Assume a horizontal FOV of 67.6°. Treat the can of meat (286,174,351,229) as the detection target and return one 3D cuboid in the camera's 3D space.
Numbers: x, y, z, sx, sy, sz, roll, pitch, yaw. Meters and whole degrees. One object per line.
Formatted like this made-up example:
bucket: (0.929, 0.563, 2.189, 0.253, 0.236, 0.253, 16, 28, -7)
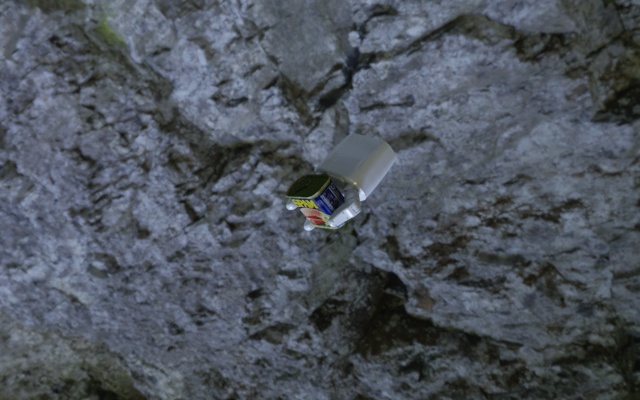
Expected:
can of meat: (0.000, 0.003, 0.847, 0.084, 0.057, 0.102, 51, -25, -25)
